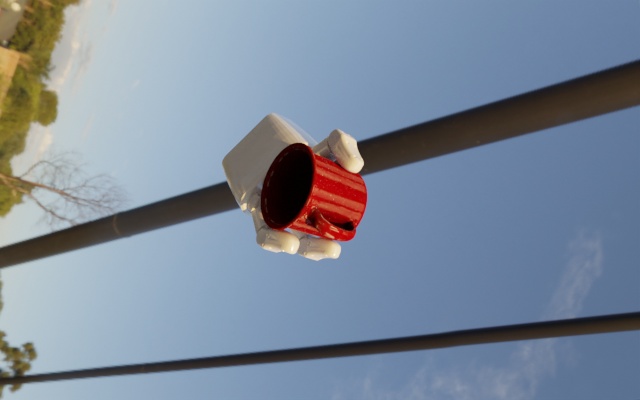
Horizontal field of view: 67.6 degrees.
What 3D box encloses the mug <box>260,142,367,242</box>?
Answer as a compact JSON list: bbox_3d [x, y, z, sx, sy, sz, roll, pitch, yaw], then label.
[{"bbox_3d":[0.001,0.002,0.500,0.081,0.093,0.117,19,22,-37],"label":"mug"}]
